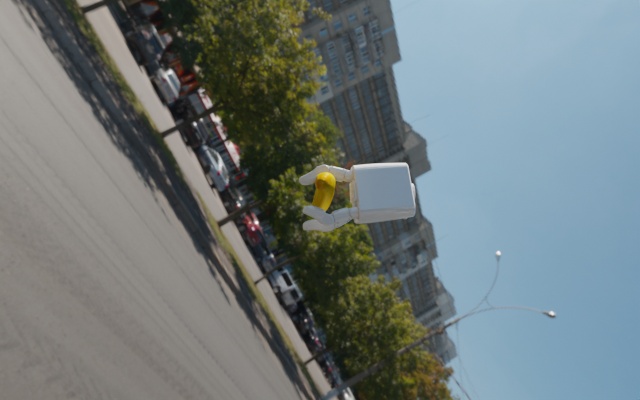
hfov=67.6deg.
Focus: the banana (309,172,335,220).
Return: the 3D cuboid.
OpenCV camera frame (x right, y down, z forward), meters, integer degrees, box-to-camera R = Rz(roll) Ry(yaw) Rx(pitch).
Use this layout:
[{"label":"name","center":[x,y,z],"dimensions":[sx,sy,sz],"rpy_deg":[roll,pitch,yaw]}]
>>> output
[{"label":"banana","center":[0.005,-0.012,0.901],"dimensions":[0.037,0.069,0.198],"rpy_deg":[17,-26,2]}]
